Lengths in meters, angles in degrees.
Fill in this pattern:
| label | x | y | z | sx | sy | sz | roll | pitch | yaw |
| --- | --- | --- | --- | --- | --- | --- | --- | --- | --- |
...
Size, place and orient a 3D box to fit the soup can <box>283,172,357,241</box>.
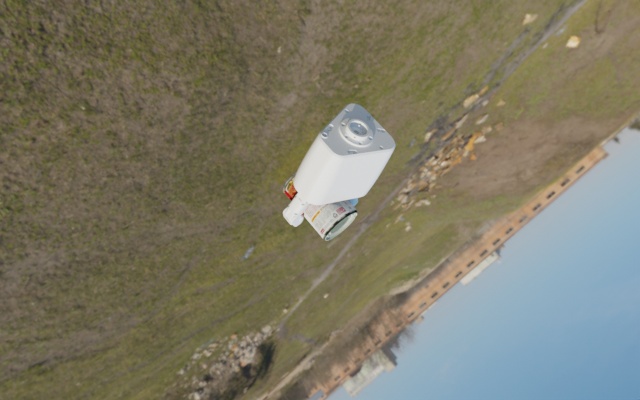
| label | x | y | z | sx | sy | sz | roll | pitch | yaw |
| --- | --- | --- | --- | --- | --- | --- | --- | --- | --- |
| soup can | 0.000 | 0.003 | 0.733 | 0.068 | 0.102 | 0.068 | -37 | -15 | -12 |
